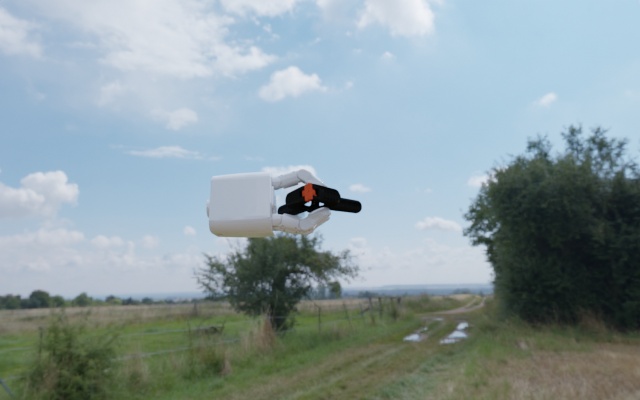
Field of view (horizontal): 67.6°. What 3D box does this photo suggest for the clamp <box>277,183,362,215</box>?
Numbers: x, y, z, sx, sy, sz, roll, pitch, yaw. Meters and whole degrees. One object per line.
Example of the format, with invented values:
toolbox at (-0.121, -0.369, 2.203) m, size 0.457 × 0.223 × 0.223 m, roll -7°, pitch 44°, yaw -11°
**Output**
clamp at (0.000, 0.002, 0.848) m, size 0.164 × 0.036 × 0.210 m, roll -4°, pitch -10°, yaw -2°
